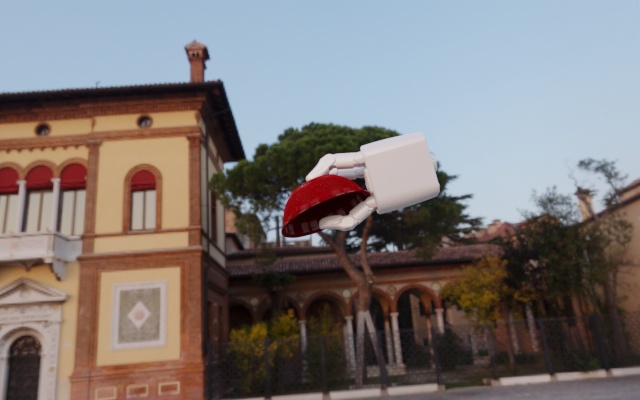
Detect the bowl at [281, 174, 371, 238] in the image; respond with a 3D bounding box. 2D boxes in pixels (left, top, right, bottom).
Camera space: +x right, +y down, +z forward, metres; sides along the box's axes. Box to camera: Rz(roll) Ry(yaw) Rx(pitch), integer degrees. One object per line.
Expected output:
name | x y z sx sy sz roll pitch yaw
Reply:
bowl | -0.001 0.003 0.798 0.162 0.055 0.162 -23 -18 -8
